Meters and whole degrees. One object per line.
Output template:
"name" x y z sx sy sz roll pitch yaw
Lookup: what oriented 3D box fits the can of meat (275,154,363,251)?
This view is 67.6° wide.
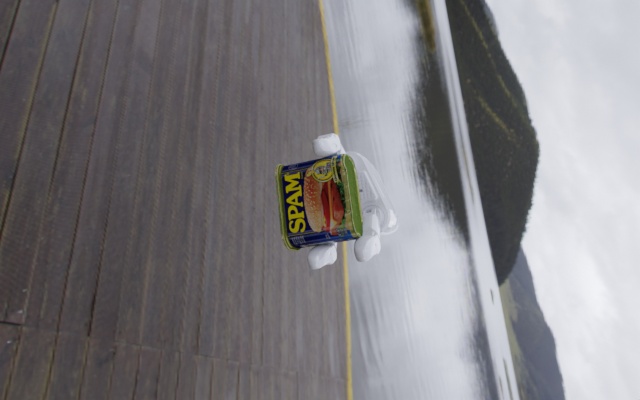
"can of meat" 0.000 0.002 0.549 0.084 0.102 0.057 -10 -12 17
